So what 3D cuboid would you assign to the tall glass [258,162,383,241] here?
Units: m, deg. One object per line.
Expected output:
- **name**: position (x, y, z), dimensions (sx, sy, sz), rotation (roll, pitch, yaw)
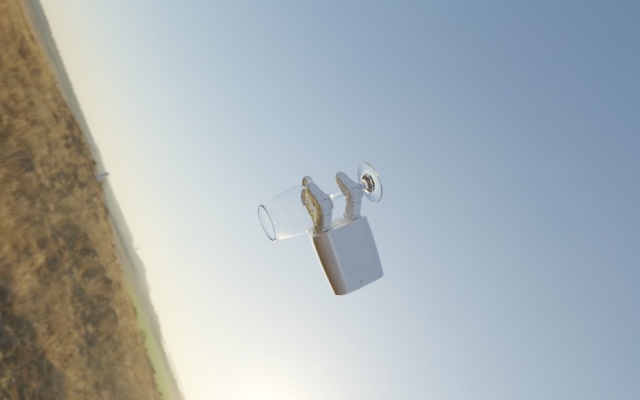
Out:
- **tall glass**: position (0.001, 0.002, 0.793), dimensions (0.201, 0.079, 0.079), rotation (-21, 8, -22)
